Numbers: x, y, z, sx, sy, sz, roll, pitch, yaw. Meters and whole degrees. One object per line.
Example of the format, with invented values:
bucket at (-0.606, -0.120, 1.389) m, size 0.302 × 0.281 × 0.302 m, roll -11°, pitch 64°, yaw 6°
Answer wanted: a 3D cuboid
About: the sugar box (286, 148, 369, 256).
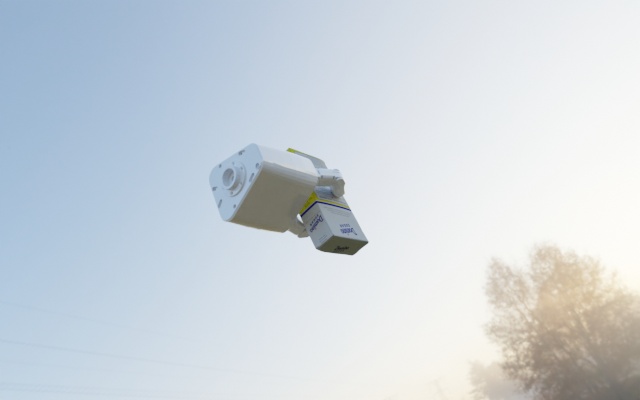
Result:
sugar box at (0.000, 0.003, 0.755) m, size 0.048 × 0.176 × 0.093 m, roll -41°, pitch -34°, yaw 26°
